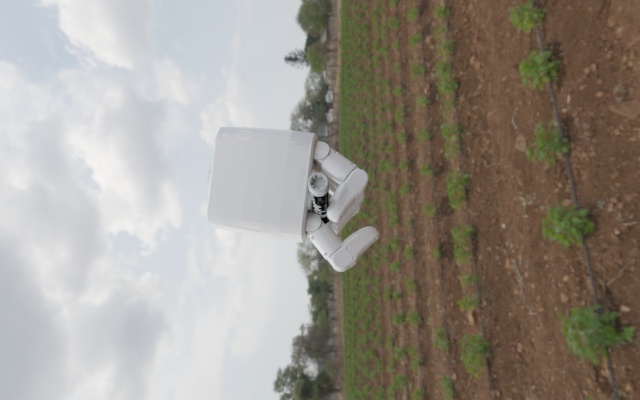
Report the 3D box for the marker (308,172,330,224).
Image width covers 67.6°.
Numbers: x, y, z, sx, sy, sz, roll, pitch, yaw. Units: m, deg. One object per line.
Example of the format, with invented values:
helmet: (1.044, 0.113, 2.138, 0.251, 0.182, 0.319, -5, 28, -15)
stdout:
marker: (0.000, 0.002, 0.481, 0.020, 0.020, 0.121, 0, -17, 2)
